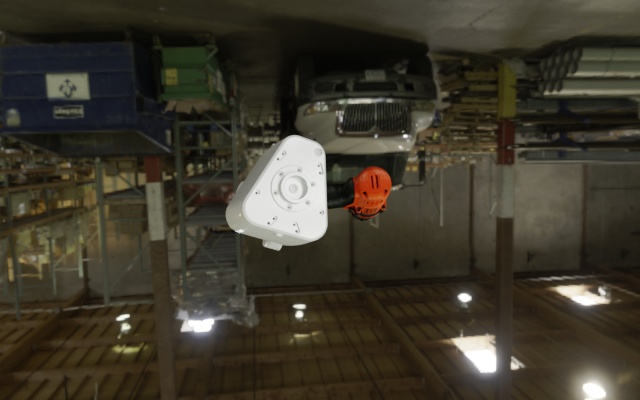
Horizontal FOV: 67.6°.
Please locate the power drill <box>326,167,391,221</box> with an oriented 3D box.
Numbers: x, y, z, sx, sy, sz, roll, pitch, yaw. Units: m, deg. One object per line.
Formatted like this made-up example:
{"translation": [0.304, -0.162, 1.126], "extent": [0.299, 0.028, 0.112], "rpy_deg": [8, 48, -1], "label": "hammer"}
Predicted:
{"translation": [0.000, 0.002, 0.678], "extent": [0.187, 0.057, 0.184], "rpy_deg": [-7, -14, -2], "label": "power drill"}
